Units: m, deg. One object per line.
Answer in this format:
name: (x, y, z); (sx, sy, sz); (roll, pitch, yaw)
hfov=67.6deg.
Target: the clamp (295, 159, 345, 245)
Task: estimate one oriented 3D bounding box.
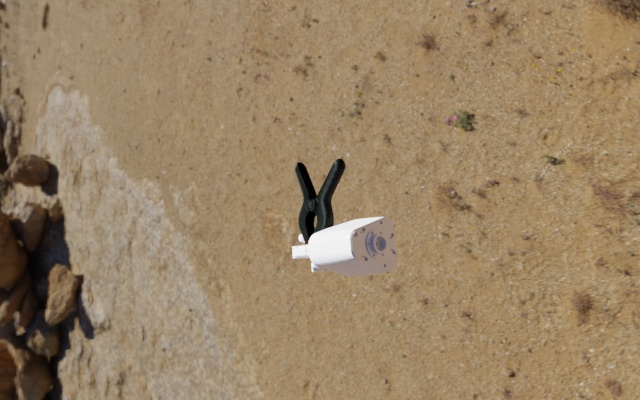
clamp: (0.000, 0.003, 0.869); (0.039, 0.171, 0.120); (3, -11, -39)
